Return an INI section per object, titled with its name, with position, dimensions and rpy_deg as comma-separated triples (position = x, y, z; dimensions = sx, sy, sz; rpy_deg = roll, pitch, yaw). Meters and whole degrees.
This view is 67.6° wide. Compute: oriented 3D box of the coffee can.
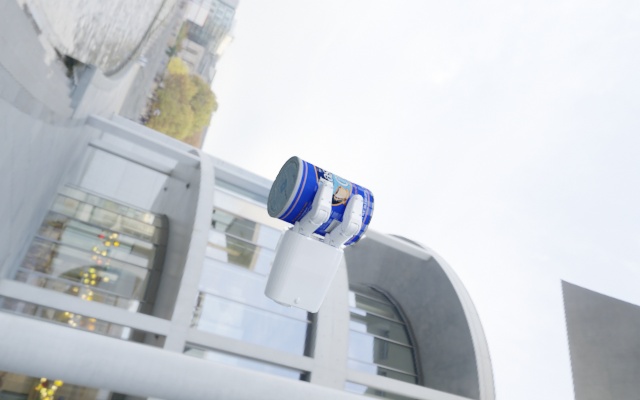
[coffee can]
position = 0.000, 0.002, 0.761
dimensions = 0.140, 0.103, 0.103
rpy_deg = 23, -10, -24
